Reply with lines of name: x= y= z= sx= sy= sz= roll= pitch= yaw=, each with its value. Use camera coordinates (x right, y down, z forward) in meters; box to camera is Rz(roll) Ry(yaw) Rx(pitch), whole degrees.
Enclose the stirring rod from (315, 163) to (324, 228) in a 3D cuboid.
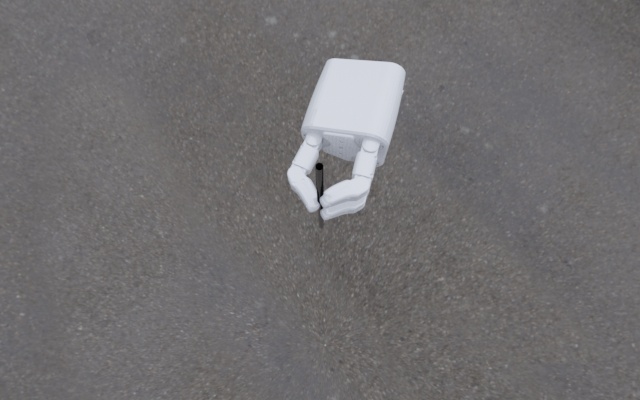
stirring rod: x=0.000 y=0.002 z=0.577 sx=0.011 sy=0.011 sz=0.240 roll=0 pitch=-17 yaw=1
